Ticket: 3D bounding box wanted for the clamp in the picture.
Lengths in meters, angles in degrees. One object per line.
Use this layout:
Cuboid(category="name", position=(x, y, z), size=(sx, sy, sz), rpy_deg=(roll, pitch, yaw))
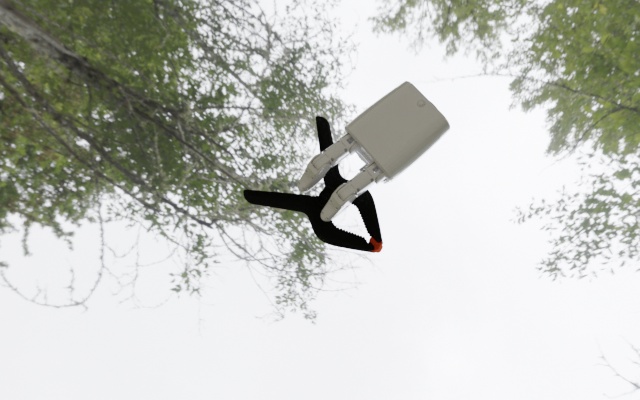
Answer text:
Cuboid(category="clamp", position=(0.001, 0.003, 0.667), size=(0.164, 0.210, 0.036), rpy_deg=(-40, -19, 2))
